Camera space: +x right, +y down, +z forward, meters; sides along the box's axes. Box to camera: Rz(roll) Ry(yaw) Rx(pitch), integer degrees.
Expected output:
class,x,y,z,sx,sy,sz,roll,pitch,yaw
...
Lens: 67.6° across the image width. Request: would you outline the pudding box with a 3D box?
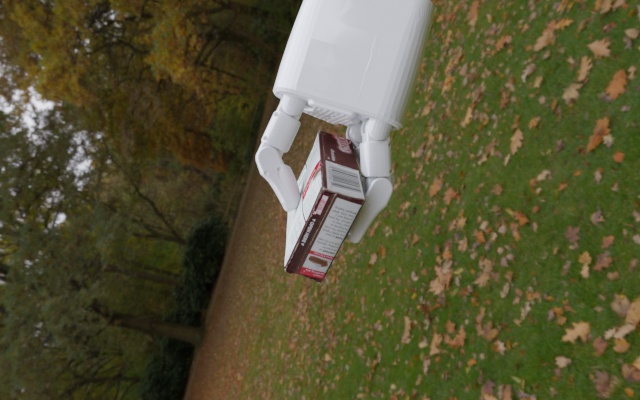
class,x,y,z,sx,sy,sz,roll,pitch,yaw
pudding box,0.000,0.001,0.424,0.039,0.090,0.113,18,29,-11
